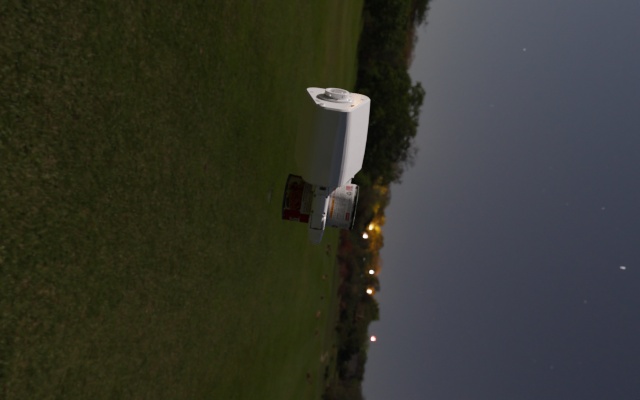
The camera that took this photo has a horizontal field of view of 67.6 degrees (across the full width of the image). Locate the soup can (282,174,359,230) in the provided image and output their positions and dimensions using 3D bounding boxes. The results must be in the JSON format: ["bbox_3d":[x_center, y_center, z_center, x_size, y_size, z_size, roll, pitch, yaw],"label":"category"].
[{"bbox_3d":[0.000,0.003,0.691,0.102,0.068,0.068,9,0,2],"label":"soup can"}]
